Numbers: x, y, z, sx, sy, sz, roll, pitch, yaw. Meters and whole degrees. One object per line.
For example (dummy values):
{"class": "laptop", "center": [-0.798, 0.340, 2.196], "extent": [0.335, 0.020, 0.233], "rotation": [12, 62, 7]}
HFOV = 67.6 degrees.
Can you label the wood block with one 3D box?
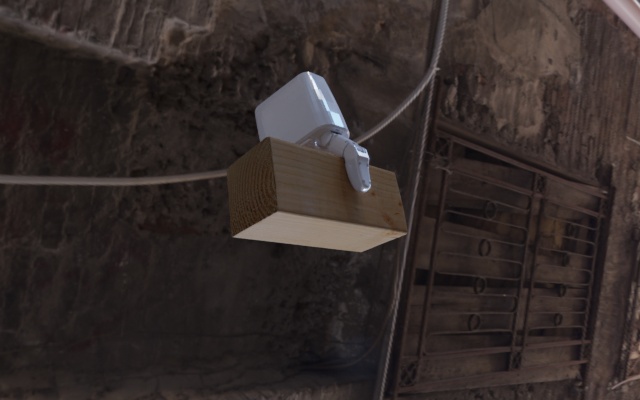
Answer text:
{"class": "wood block", "center": [0.000, 0.001, 0.585], "extent": [0.206, 0.090, 0.091], "rotation": [11, -29, -40]}
